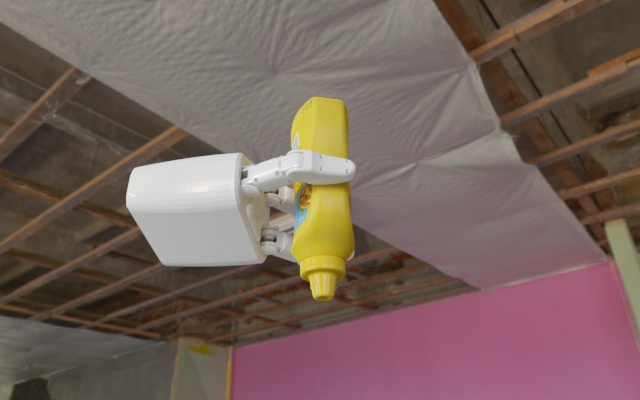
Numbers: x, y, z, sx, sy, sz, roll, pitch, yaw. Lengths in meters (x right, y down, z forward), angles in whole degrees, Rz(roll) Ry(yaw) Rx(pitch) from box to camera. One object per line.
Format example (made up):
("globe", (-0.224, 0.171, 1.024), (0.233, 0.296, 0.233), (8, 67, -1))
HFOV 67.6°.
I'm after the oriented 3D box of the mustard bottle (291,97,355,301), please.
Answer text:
("mustard bottle", (0.000, 0.001, 0.463), (0.058, 0.191, 0.096), (6, -29, -13))
